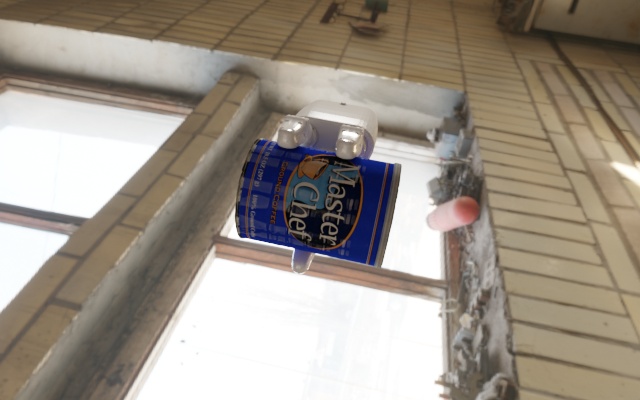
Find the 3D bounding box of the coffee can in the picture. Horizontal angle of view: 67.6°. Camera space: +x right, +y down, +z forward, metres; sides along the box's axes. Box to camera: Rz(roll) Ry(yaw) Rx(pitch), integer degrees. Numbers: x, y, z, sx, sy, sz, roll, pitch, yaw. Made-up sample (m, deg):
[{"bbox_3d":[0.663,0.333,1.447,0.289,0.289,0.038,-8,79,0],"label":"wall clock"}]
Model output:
[{"bbox_3d":[0.000,0.002,0.467,0.140,0.103,0.103,11,1,6],"label":"coffee can"}]
